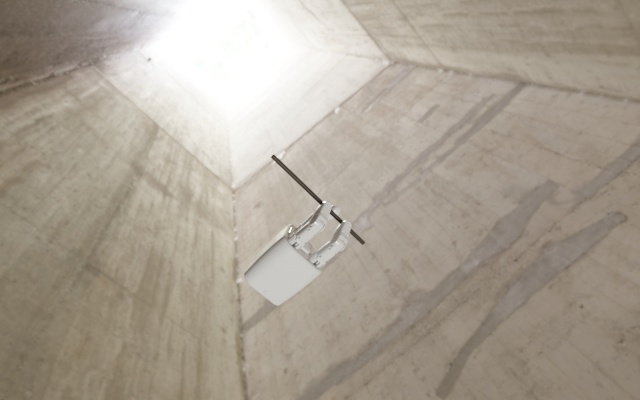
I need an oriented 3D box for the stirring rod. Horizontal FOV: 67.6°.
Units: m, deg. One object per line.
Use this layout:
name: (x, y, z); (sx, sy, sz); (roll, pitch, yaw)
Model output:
stirring rod: (0.000, 0.003, 0.839); (0.239, 0.011, 0.011); (44, -21, -23)
